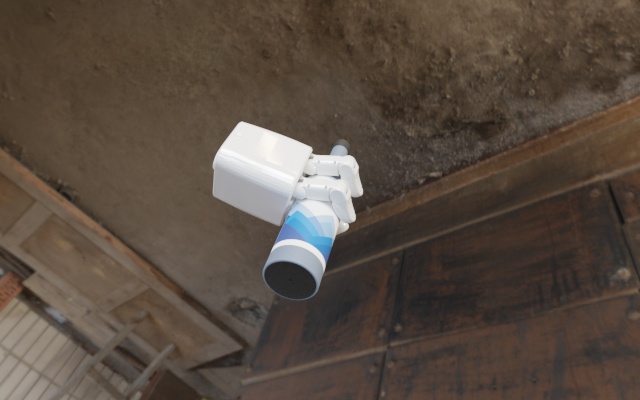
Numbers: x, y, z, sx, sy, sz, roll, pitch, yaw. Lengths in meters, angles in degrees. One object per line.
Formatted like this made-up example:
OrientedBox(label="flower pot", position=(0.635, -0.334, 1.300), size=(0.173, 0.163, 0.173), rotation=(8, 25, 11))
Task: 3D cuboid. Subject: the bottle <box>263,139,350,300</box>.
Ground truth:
OrientedBox(label="bottle", position=(0.000, 0.002, 0.652), size=(0.069, 0.069, 0.295), rotation=(0, 37, 17))
